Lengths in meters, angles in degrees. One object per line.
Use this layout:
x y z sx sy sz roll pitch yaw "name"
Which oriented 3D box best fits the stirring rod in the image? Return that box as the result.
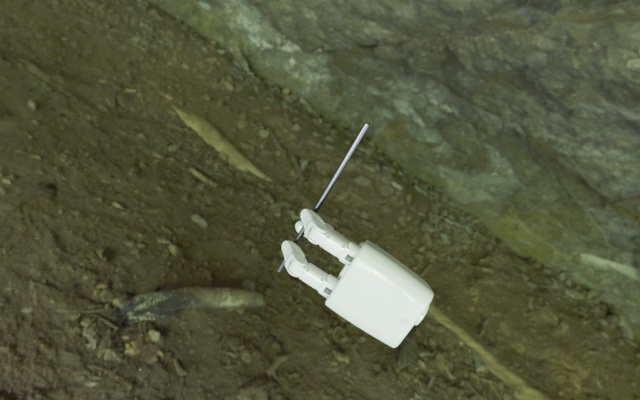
0.000 0.002 0.634 0.011 0.239 0.011 27 20 -11 "stirring rod"
